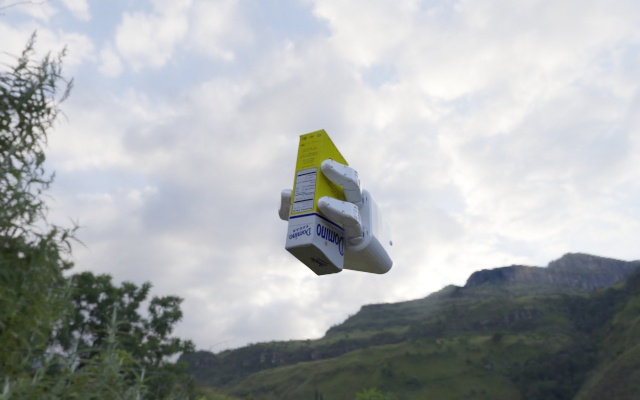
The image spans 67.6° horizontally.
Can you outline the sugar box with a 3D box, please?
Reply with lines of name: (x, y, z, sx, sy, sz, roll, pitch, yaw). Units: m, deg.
sugar box: (0.001, 0.002, 0.641, 0.048, 0.176, 0.093, -13, -34, 23)
